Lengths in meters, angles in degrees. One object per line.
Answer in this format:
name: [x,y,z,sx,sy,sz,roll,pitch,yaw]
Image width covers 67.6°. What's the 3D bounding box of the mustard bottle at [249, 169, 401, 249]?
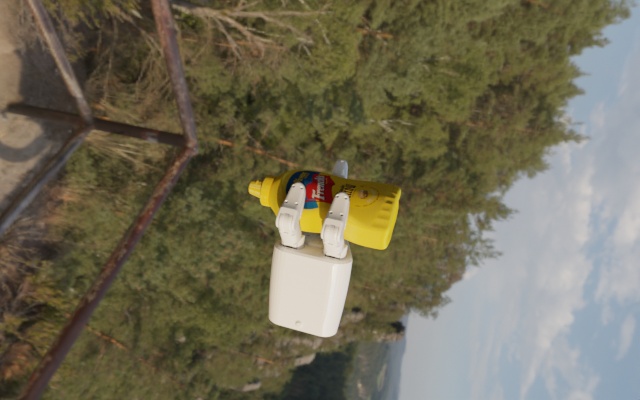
mustard bottle: [0.000,0.002,0.607,0.191,0.058,0.096,12,41,12]
